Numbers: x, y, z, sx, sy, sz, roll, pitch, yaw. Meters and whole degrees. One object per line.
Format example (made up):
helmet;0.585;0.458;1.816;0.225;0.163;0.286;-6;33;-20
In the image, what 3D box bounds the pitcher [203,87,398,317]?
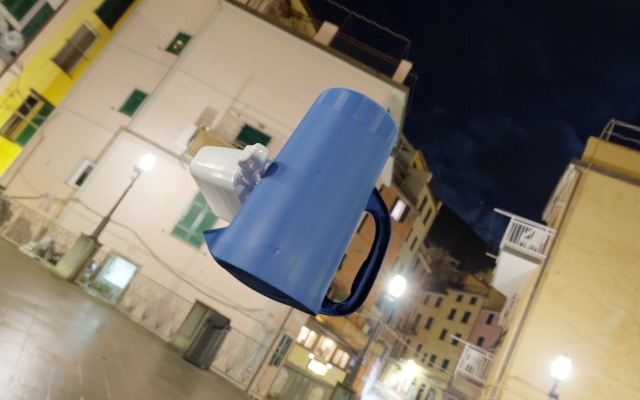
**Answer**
pitcher;0.000;0.002;0.541;0.145;0.242;0.149;14;-22;42
